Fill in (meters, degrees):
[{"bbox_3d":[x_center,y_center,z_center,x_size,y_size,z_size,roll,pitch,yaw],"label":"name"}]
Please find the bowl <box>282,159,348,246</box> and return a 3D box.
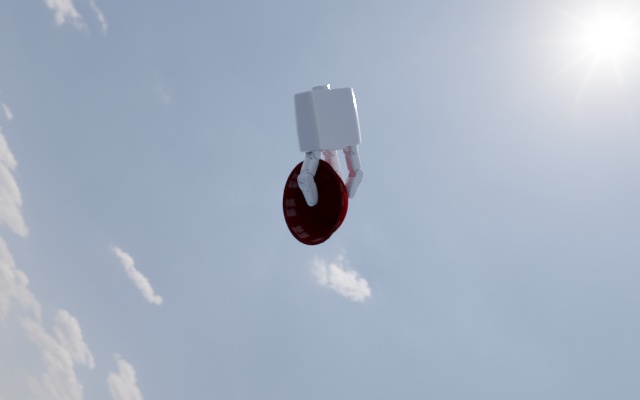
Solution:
[{"bbox_3d":[0.000,0.004,0.893,0.055,0.162,0.162,3,-2,-44],"label":"bowl"}]
